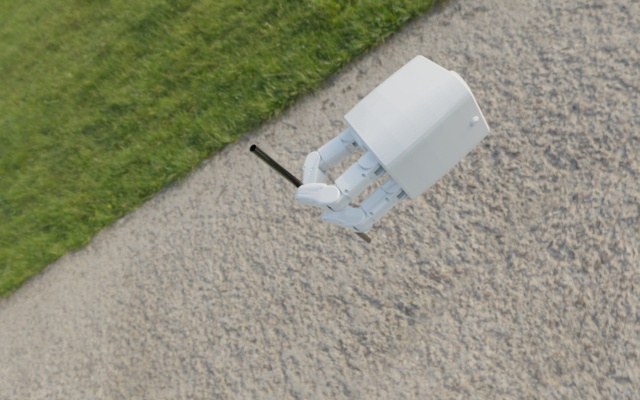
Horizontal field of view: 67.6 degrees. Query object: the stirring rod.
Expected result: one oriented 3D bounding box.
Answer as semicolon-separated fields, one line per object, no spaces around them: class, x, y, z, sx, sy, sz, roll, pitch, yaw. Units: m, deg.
stirring rod;0.000;0.002;0.529;0.011;0.011;0.240;0;-25;35
